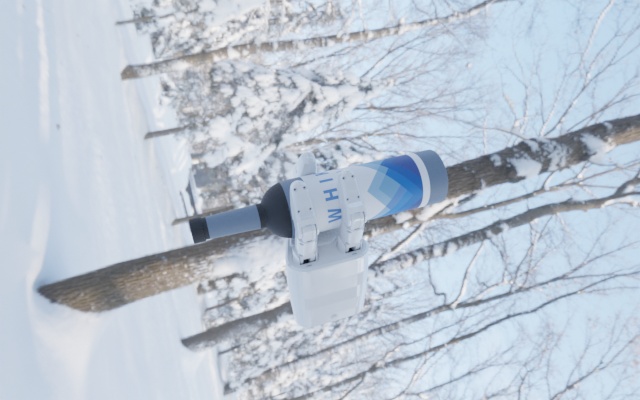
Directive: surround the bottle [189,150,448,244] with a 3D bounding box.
[{"bbox_3d":[0.000,0.002,0.549,0.295,0.069,0.069,-13,3,-14],"label":"bottle"}]
